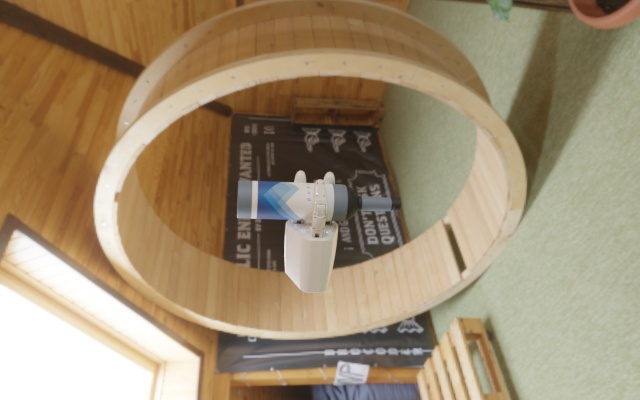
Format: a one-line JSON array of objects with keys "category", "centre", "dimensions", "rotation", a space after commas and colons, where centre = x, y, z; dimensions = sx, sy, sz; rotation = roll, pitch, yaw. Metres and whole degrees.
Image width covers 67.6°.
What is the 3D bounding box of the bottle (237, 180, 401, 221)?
[{"category": "bottle", "centre": [0.000, 0.003, 0.862], "dimensions": [0.296, 0.069, 0.069], "rotation": [2, 0, -9]}]
